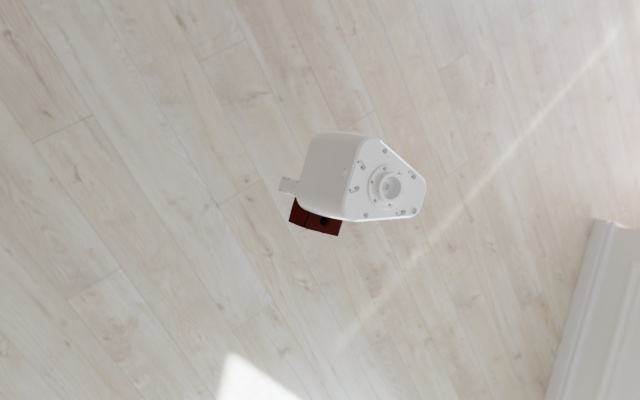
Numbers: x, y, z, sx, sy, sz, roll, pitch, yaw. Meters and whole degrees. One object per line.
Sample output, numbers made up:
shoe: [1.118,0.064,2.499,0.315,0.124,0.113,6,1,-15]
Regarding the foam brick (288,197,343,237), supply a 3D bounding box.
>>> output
foam brick: [0.000,0.002,0.625,0.053,0.078,0.051,16,0,-30]
